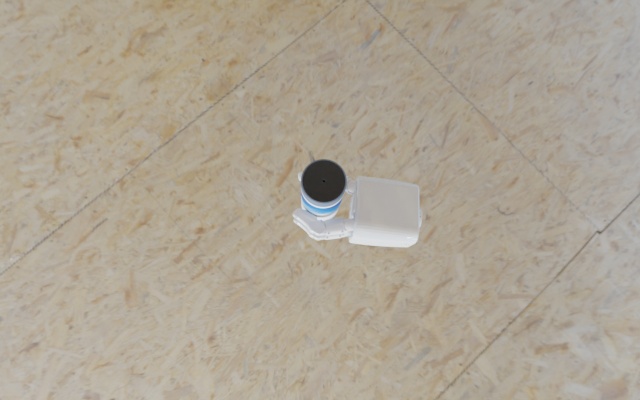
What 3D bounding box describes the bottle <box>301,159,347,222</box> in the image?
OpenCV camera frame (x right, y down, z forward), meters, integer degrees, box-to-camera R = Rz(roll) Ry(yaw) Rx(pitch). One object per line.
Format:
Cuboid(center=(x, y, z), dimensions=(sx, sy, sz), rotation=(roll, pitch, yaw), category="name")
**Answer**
Cuboid(center=(0.000, 0.003, 0.826), dimensions=(0.069, 0.069, 0.296), rotation=(0, -12, -2), category="bottle")
